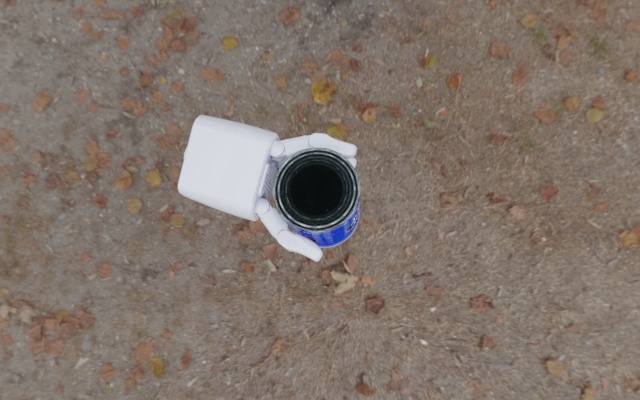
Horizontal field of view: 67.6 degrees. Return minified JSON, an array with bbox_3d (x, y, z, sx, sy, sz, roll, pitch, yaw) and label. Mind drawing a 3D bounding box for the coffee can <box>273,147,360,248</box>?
[{"bbox_3d":[0.000,0.002,0.619,0.103,0.102,0.140,0,-13,4],"label":"coffee can"}]
